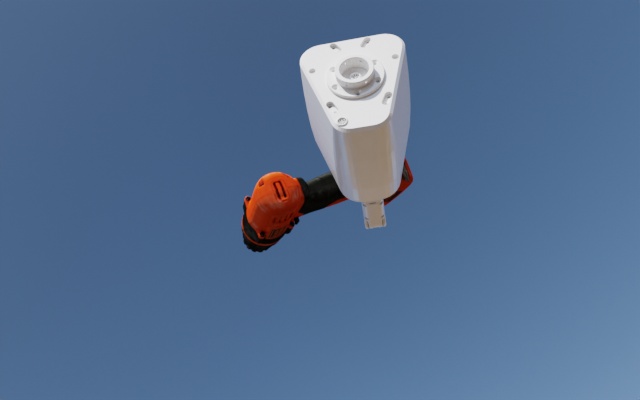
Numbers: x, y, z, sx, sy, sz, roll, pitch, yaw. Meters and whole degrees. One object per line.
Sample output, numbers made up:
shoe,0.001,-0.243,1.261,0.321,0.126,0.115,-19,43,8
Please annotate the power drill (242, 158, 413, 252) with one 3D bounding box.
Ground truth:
power drill,0.001,0.002,0.555,0.187,0.057,0.184,-20,-12,-20
